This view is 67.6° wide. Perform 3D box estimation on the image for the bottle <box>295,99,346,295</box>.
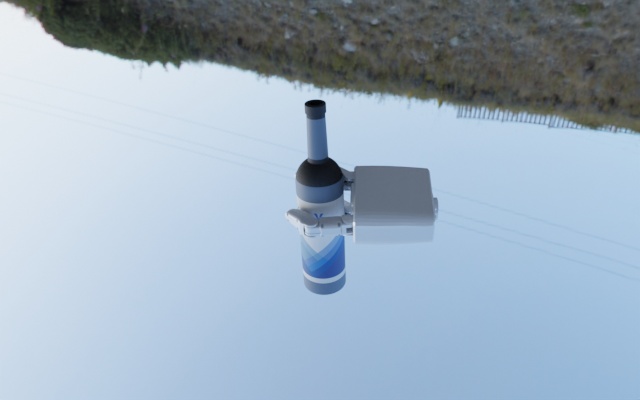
[{"bbox_3d":[0.000,0.002,0.675,0.069,0.296,0.069,-2,32,1],"label":"bottle"}]
